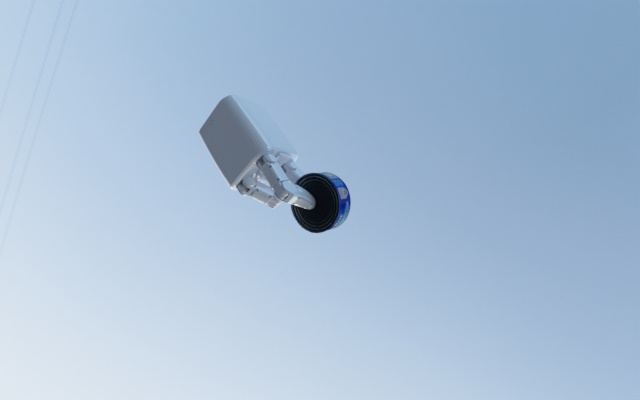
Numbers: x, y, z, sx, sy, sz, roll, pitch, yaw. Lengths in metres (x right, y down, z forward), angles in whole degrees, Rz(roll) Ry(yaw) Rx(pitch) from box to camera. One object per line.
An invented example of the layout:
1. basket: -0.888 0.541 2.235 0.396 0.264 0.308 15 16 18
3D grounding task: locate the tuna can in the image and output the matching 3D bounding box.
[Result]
1. tuna can: 0.000 0.002 0.684 0.086 0.086 0.034 0 6 35
